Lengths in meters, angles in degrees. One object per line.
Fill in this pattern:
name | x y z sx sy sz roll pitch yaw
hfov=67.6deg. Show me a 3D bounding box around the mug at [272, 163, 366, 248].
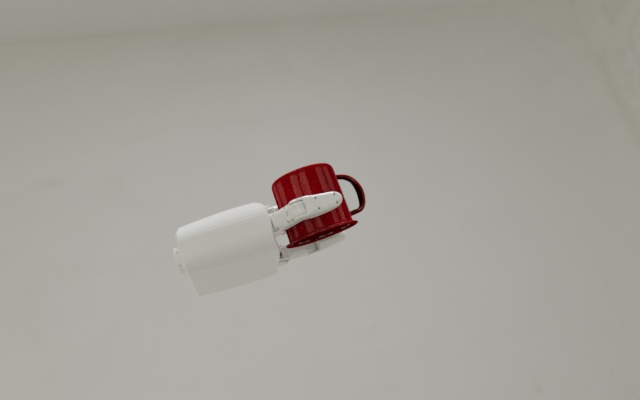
mug | 0.001 0.001 0.592 0.117 0.081 0.093 -17 -10 -15
